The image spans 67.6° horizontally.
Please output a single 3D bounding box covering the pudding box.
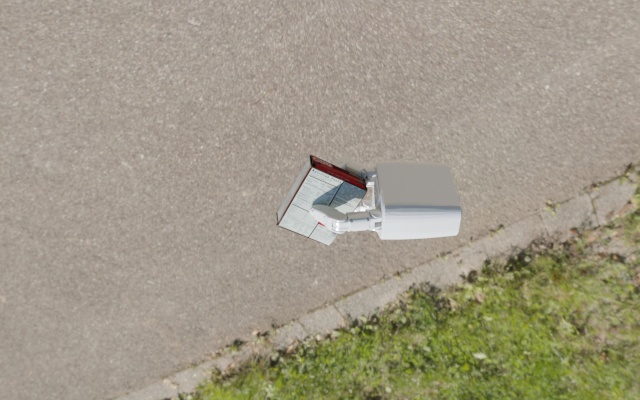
[{"bbox_3d":[0.000,0.002,0.676,0.090,0.113,0.039,24,27,-16],"label":"pudding box"}]
